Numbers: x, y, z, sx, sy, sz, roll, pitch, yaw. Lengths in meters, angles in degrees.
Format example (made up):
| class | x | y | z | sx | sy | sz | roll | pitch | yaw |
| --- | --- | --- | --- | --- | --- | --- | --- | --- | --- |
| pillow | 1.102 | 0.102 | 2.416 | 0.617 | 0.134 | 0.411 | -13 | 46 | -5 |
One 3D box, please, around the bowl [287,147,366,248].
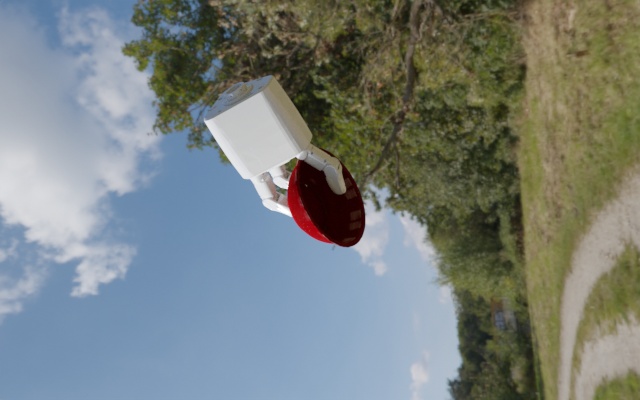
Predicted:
| class | x | y | z | sx | sy | sz | roll | pitch | yaw |
| --- | --- | --- | --- | --- | --- | --- | --- | --- | --- |
| bowl | 0.001 | 0.004 | 0.732 | 0.055 | 0.162 | 0.162 | -27 | -16 | 34 |
